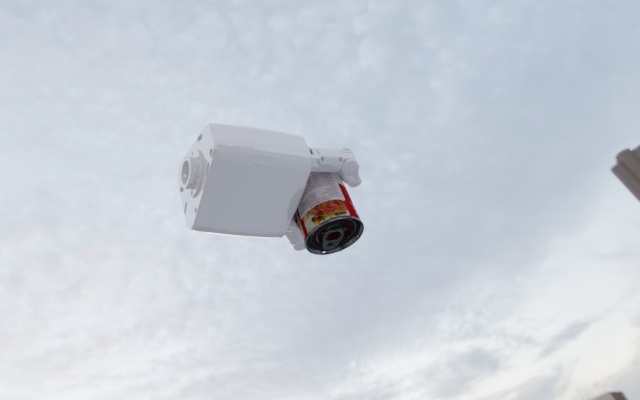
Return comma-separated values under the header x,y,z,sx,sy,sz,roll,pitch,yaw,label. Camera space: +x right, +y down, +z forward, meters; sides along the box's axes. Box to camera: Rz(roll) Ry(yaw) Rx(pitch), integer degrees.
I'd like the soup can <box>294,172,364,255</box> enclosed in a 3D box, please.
x,y,z,sx,sy,sz,roll,pitch,yaw,label
0.000,0.002,0.547,0.068,0.102,0.069,-15,-36,-11,soup can
